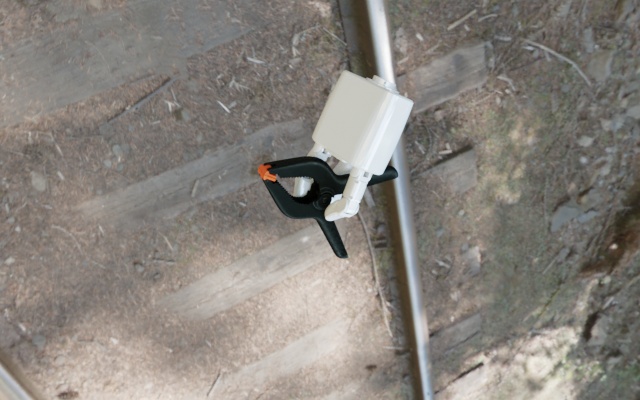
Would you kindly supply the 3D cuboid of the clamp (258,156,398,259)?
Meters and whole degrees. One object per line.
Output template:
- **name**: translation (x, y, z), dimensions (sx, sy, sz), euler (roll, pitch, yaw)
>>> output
- **clamp**: translation (0.000, 0.002, 0.691), dimensions (0.210, 0.164, 0.036), euler (14, 18, -31)
